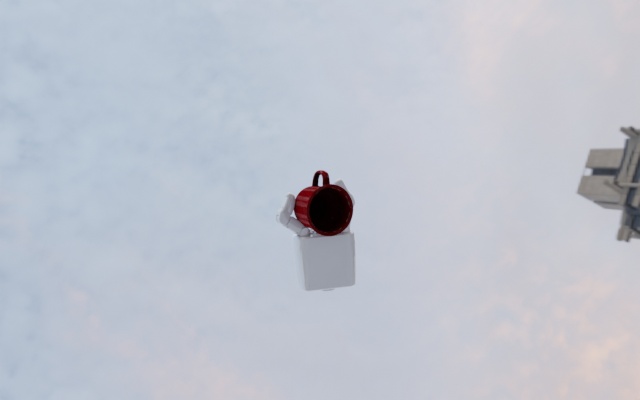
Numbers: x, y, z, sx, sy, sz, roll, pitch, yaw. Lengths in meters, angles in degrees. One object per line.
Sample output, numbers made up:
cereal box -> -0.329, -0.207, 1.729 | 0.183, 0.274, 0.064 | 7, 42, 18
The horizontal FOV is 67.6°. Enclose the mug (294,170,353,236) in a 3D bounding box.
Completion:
mug -> 0.000, 0.001, 0.878 | 0.093, 0.117, 0.081 | -6, 7, -24
